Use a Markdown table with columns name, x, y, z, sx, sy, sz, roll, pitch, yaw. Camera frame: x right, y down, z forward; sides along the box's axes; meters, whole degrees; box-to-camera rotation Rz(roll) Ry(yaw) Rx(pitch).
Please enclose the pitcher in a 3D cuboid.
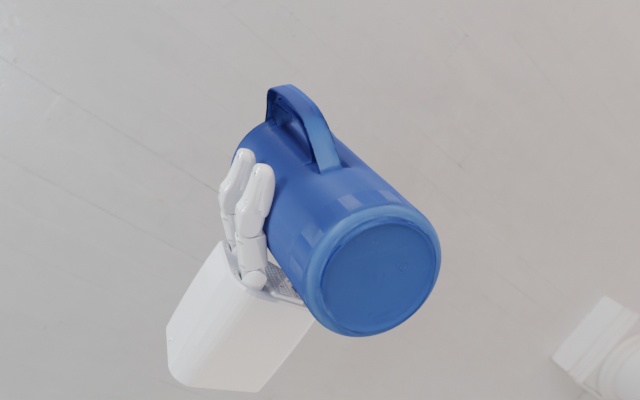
| name | x | y | z | sx | sy | sz | roll | pitch | yaw |
| --- | --- | --- | --- | --- | --- | --- | --- | --- | --- |
| pitcher | 0.000 | 0.002 | 0.432 | 0.149 | 0.145 | 0.242 | 32 | 8 | -28 |
